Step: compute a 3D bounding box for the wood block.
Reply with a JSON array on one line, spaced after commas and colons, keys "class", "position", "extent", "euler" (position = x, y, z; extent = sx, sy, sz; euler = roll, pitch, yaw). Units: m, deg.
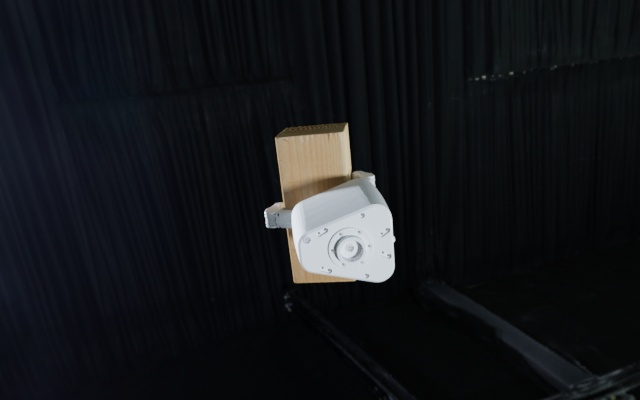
[{"class": "wood block", "position": [0.000, 0.002, 0.671], "extent": [0.091, 0.206, 0.090], "euler": [-3, 17, 8]}]
